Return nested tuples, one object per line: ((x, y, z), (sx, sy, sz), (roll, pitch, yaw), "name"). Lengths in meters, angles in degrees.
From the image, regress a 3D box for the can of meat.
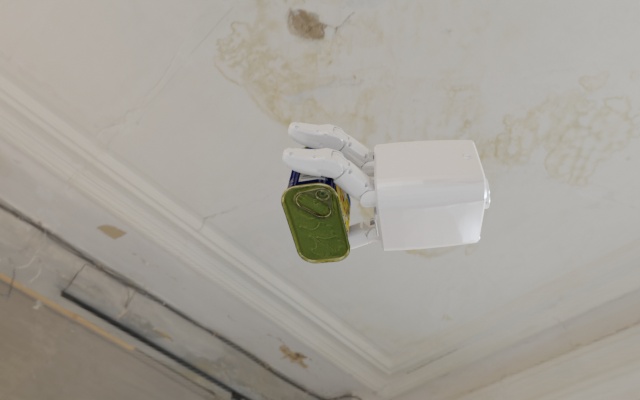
((0.000, 0.002, 0.515), (0.057, 0.102, 0.084), (-7, 36, 12), "can of meat")
